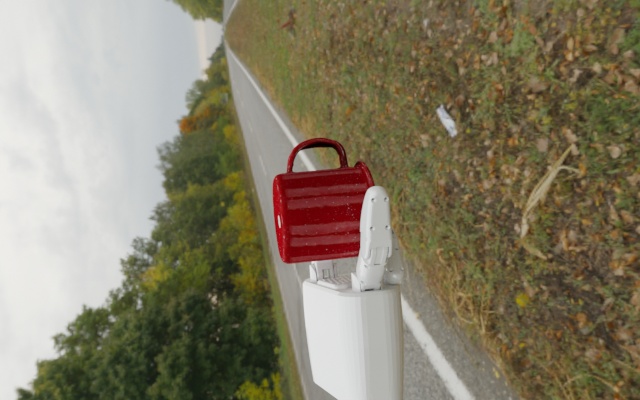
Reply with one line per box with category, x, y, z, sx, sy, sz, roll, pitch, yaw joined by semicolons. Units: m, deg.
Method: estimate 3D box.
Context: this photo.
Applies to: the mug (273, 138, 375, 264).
mug;0.000;0.000;0.433;0.081;0.117;0.093;-5;0;-10
